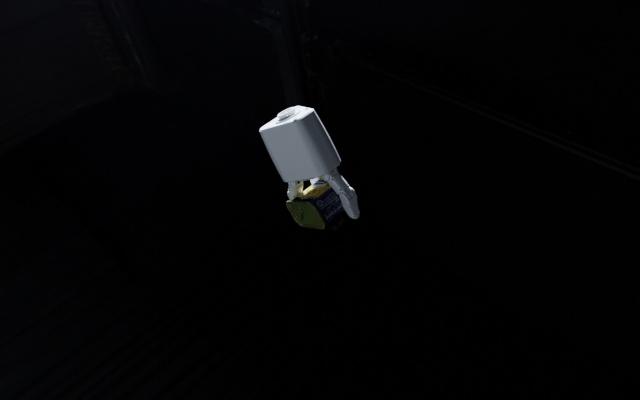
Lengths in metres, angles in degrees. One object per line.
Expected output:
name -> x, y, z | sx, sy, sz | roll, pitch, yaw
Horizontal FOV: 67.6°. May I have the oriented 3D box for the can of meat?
can of meat -> 0.000, 0.003, 0.867 | 0.084, 0.057, 0.102 | -39, 20, -25
